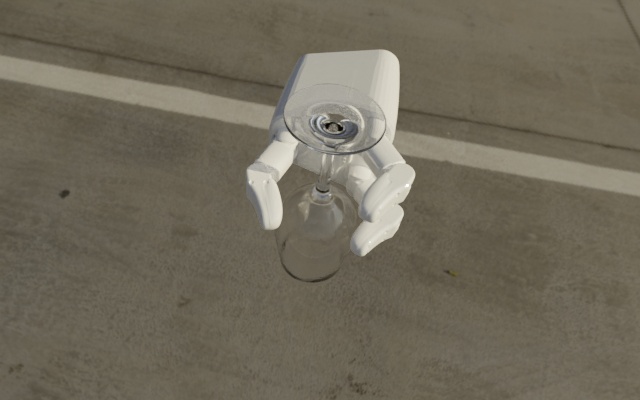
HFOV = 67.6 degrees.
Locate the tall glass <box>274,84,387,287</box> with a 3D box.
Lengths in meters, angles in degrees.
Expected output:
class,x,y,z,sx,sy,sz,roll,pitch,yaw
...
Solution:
class,x,y,z,sx,sy,sz,roll,pitch,yaw
tall glass,0.000,0.001,0.417,0.079,0.079,0.201,0,-38,-8
